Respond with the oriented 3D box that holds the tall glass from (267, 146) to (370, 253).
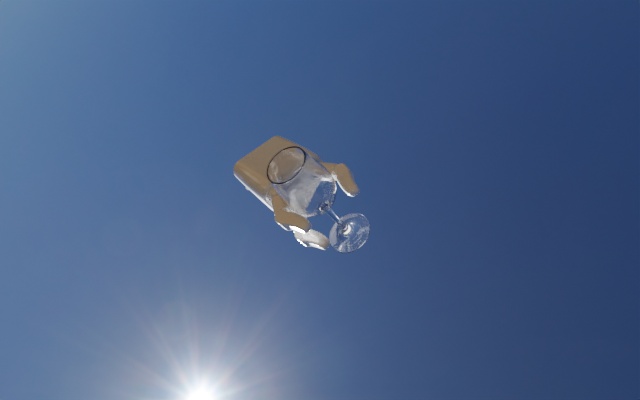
[{"bbox_3d":[0.001,0.003,0.712,0.079,0.079,0.201,0,-30,33],"label":"tall glass"}]
